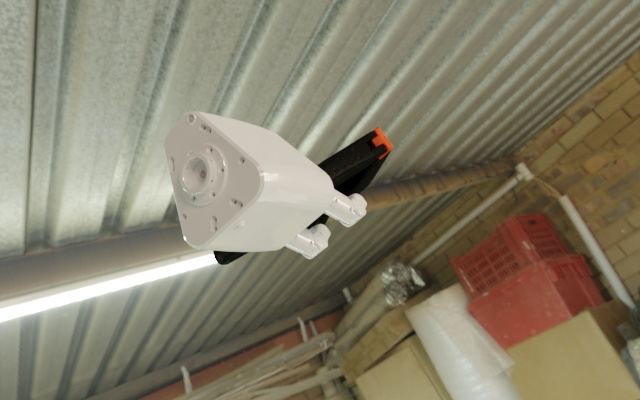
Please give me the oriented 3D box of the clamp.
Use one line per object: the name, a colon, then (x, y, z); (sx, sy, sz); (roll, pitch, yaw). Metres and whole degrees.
clamp: (0.000, 0.001, 0.527); (0.210, 0.036, 0.164); (-41, -20, 21)
